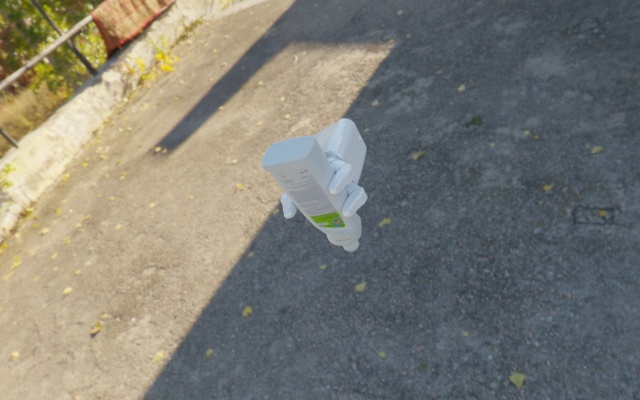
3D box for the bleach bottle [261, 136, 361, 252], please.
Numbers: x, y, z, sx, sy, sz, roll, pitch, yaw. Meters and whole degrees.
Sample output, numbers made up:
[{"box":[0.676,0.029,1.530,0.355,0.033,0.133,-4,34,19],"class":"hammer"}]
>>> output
[{"box":[0.000,0.003,0.854,0.102,0.068,0.251,-8,-48,30],"class":"bleach bottle"}]
